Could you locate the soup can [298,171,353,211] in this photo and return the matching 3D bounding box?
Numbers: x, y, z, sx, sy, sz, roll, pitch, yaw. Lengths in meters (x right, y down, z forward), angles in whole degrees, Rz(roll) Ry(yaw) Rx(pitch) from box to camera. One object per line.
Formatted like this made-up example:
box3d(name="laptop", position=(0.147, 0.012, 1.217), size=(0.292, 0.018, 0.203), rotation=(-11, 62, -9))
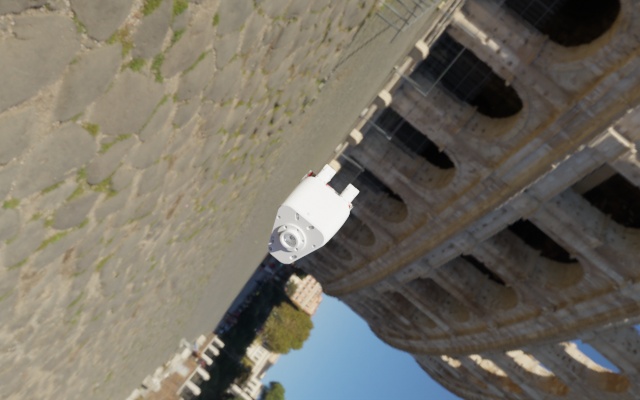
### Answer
box3d(name="soup can", position=(0.000, 0.003, 0.872), size=(0.102, 0.068, 0.068), rotation=(40, 1, 1))
